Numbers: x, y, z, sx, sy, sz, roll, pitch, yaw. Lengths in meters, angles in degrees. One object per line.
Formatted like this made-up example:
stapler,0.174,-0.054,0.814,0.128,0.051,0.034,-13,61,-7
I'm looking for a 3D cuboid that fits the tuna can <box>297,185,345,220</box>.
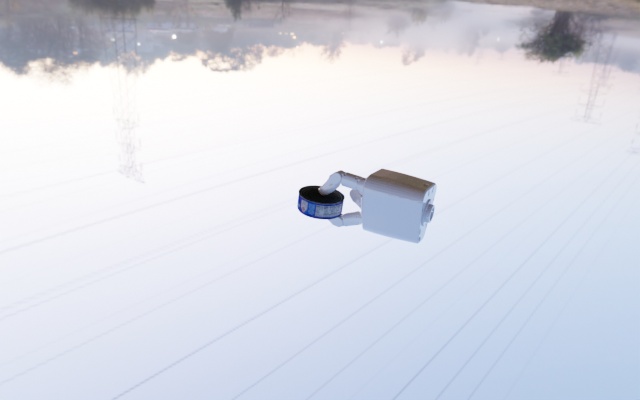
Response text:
tuna can,0.000,0.003,0.880,0.086,0.034,0.086,7,23,-3
